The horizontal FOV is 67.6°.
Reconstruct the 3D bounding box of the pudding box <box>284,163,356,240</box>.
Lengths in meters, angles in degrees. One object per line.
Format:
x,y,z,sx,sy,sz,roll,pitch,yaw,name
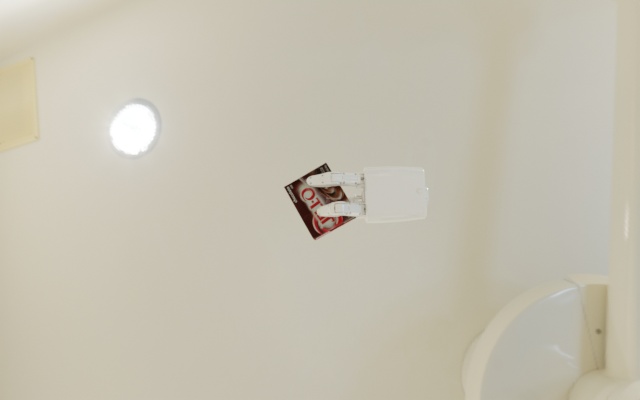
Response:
0.000,0.003,0.865,0.090,0.113,0.039,-30,-10,-2,pudding box
